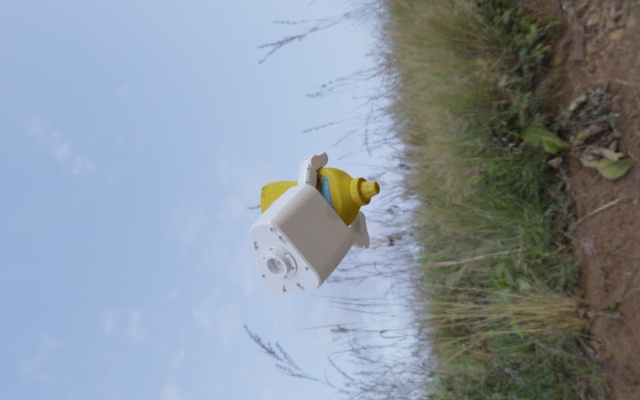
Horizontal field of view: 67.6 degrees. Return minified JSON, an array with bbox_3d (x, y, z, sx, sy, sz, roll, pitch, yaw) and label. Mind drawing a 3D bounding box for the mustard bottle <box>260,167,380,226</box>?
[{"bbox_3d":[0.000,0.002,0.708,0.191,0.096,0.058,-15,-5,33],"label":"mustard bottle"}]
